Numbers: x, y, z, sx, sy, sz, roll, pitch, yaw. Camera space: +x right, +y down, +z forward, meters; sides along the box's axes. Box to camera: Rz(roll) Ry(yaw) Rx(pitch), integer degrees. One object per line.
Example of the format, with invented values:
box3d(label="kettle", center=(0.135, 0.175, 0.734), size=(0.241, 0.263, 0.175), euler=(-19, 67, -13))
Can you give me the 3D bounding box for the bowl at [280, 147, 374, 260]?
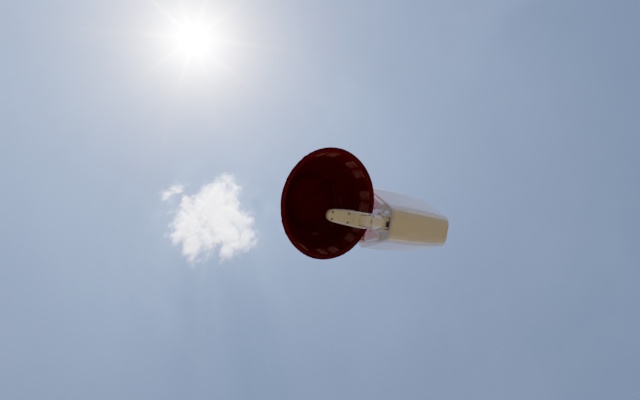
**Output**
box3d(label="bowl", center=(-0.001, 0.002, 0.700), size=(0.162, 0.162, 0.055), euler=(0, 7, -34))
